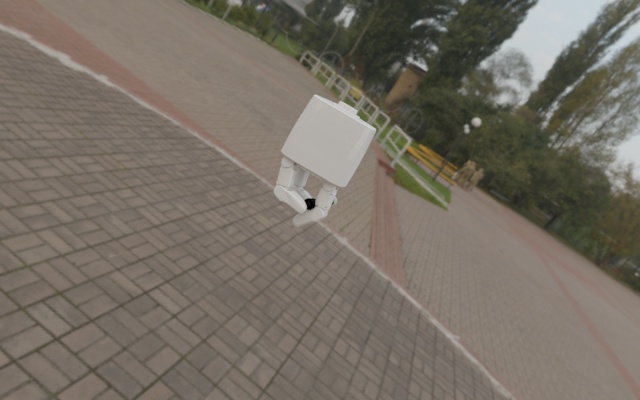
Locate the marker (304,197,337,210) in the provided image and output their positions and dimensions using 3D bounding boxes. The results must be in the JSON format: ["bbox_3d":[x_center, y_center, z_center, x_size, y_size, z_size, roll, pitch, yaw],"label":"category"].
[{"bbox_3d":[0.000,0.003,0.809,0.020,0.020,0.121,0,3,21],"label":"marker"}]
